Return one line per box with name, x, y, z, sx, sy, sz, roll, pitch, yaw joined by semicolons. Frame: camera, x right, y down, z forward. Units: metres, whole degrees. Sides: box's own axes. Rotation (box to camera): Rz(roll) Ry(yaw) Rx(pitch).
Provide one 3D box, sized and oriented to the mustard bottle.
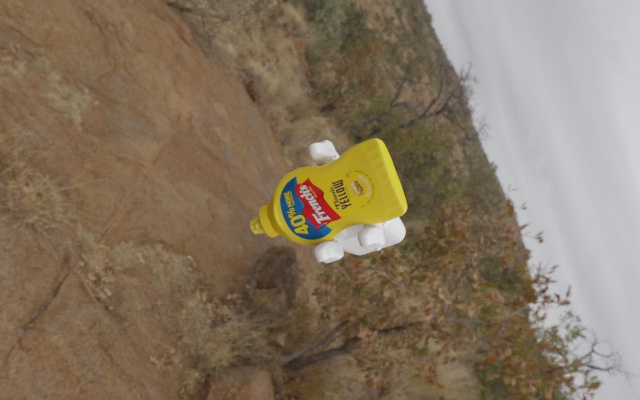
mustard bottle;0.000;0.002;0.580;0.191;0.096;0.058;-21;1;17
